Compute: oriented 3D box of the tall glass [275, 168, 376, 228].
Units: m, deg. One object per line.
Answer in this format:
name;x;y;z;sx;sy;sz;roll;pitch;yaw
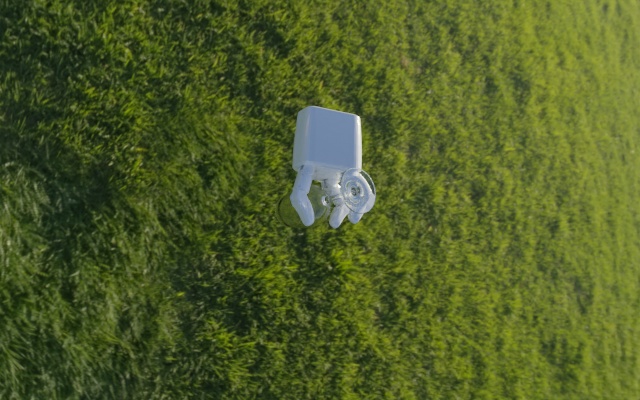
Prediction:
tall glass;0.000;0.003;0.825;0.079;0.079;0.201;0;-11;-38
